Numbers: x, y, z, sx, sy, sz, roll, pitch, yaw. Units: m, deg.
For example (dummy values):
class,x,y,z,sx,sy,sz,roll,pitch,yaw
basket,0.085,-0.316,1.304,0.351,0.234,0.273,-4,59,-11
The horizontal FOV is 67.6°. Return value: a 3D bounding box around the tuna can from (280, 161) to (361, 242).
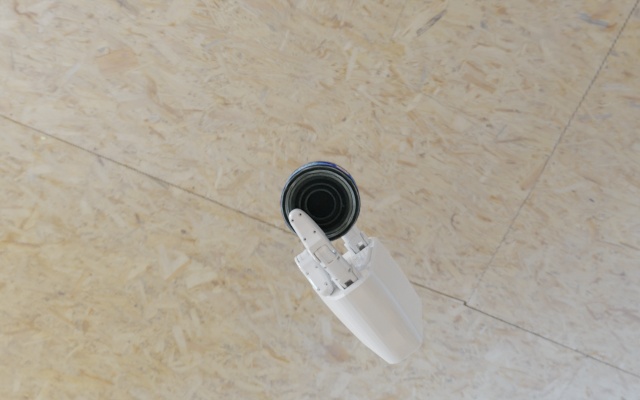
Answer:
class,x,y,z,sx,sy,sz,roll,pitch,yaw
tuna can,0.000,0.002,0.512,0.086,0.086,0.033,0,11,1
